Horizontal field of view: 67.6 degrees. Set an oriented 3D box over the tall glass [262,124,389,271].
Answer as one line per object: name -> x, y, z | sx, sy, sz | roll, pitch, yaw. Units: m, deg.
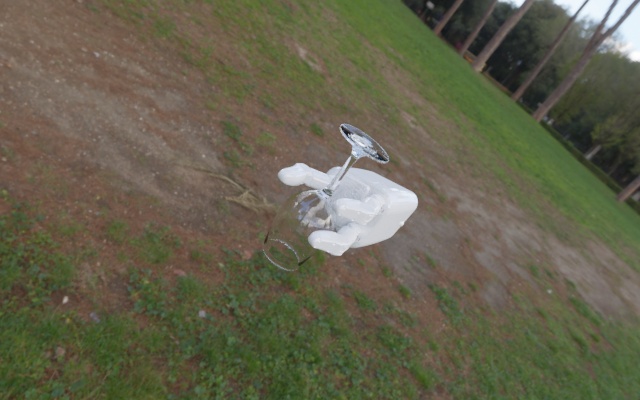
tall glass -> 0.000, 0.002, 0.625 | 0.079, 0.201, 0.079 | 30, 24, -15
